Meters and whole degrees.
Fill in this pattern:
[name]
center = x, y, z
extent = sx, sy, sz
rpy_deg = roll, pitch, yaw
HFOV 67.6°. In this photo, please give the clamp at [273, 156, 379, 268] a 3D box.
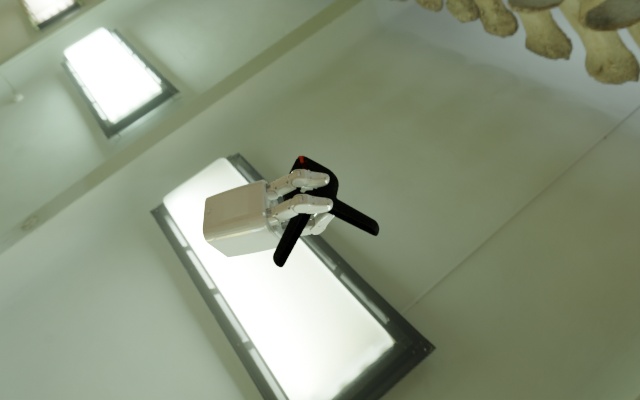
[clamp]
center = 0.000, 0.003, 0.765
extent = 0.164, 0.209, 0.036
rpy_deg = -13, -42, 6
